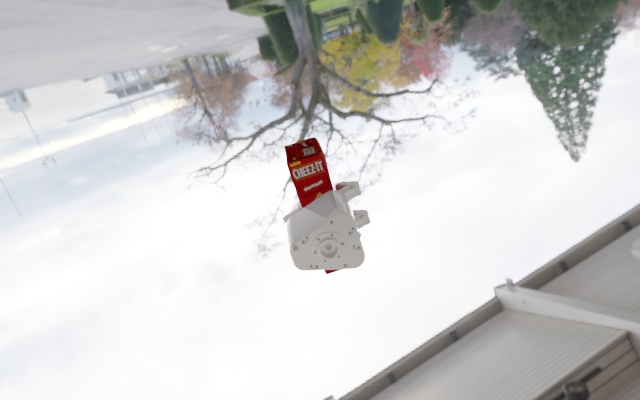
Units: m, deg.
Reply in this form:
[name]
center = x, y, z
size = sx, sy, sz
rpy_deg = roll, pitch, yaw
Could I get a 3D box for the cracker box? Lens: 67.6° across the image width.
[cracker box]
center = 0.000, 0.003, 0.878
size = 0.072, 0.214, 0.164
rpy_deg = -18, 18, 0
